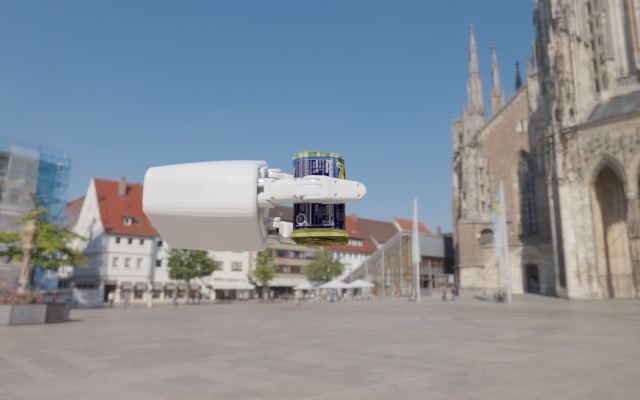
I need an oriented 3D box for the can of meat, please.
[{"bbox_3d":[0.000,0.001,0.502,0.057,0.084,0.102,-1,-11,3],"label":"can of meat"}]
